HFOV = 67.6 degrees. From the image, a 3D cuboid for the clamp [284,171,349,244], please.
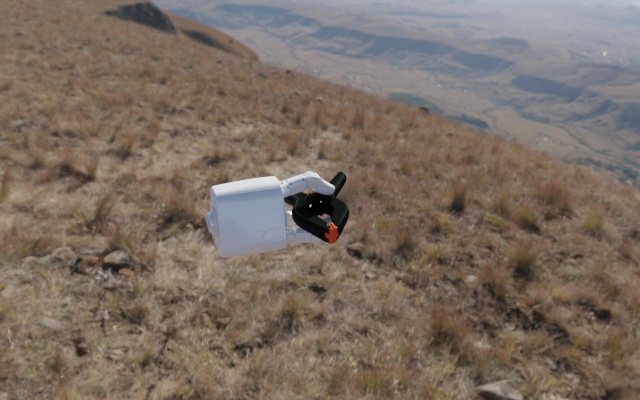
[{"bbox_3d":[0.000,0.002,0.809,0.164,0.036,0.210,-10,31,-20],"label":"clamp"}]
